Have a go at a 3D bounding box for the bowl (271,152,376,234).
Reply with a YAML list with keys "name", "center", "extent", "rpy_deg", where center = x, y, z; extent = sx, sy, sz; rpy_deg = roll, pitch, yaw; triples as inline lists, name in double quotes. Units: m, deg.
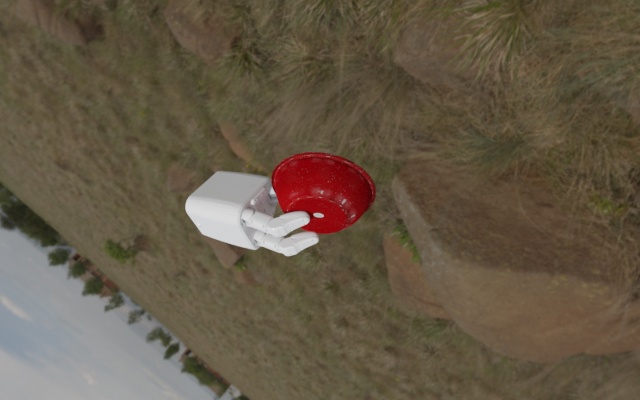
- name: "bowl"
  center: [0.001, 0.002, 0.711]
  extent: [0.162, 0.055, 0.162]
  rpy_deg: [7, -37, 5]
